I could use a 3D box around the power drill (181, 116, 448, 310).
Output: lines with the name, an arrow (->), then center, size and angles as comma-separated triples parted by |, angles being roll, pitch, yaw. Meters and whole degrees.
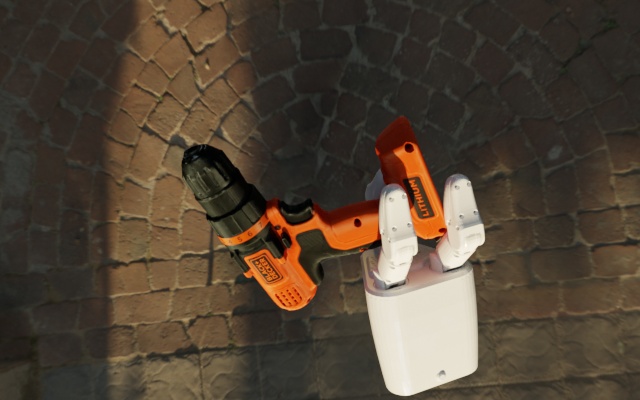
power drill -> 0.001, 0.001, 0.407 | 0.187, 0.184, 0.057 | -22, 34, 14
